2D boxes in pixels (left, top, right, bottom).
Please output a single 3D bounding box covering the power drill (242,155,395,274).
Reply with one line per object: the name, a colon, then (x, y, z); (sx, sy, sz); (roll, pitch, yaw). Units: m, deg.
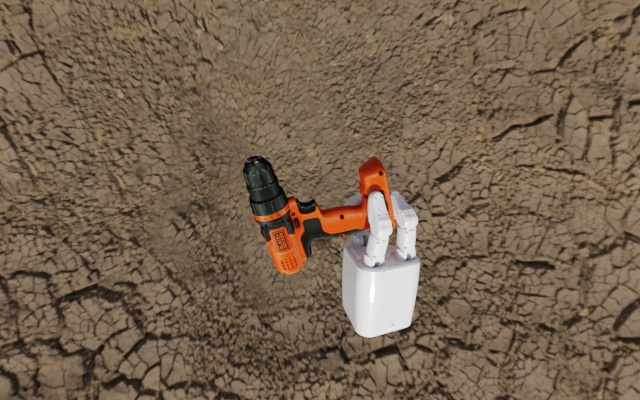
power drill: (0.001, 0.002, 0.661); (0.187, 0.184, 0.057); (-16, 30, 0)
